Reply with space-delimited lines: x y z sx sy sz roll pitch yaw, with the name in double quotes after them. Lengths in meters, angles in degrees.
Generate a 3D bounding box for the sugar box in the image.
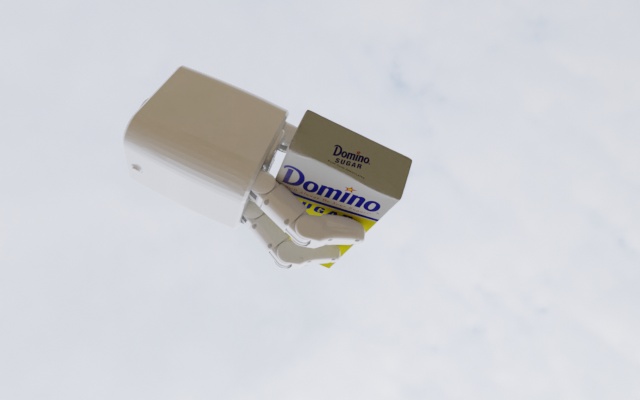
0.000 0.002 0.426 0.093 0.048 0.176 25 -27 -5 "sugar box"
